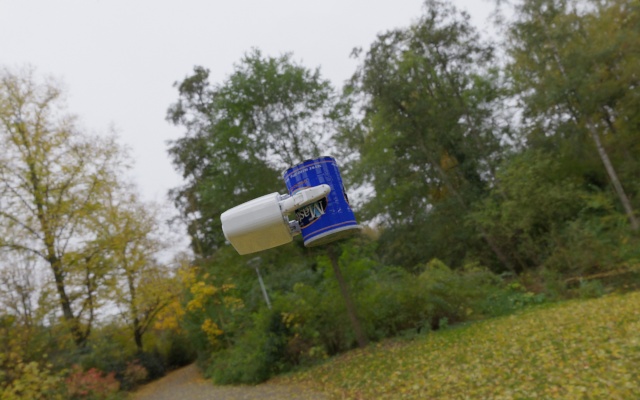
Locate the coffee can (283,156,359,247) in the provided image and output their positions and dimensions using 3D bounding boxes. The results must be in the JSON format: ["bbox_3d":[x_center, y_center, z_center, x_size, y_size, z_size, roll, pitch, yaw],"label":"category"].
[{"bbox_3d":[0.000,0.003,0.874,0.103,0.140,0.103,-17,-12,-4],"label":"coffee can"}]
